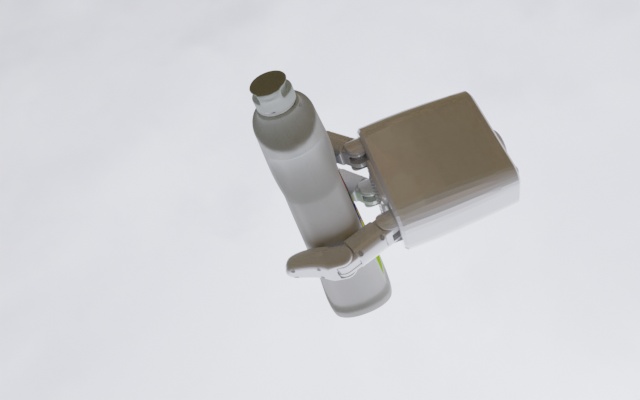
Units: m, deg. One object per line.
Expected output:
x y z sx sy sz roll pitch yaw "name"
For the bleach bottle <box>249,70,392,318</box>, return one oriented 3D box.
0.000 0.001 0.422 0.068 0.102 0.251 -22 -43 2 "bleach bottle"
